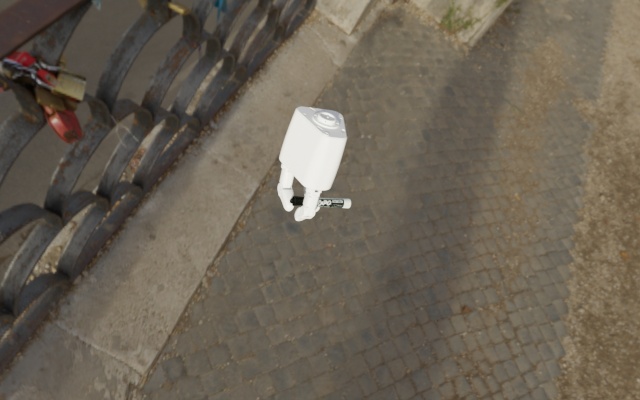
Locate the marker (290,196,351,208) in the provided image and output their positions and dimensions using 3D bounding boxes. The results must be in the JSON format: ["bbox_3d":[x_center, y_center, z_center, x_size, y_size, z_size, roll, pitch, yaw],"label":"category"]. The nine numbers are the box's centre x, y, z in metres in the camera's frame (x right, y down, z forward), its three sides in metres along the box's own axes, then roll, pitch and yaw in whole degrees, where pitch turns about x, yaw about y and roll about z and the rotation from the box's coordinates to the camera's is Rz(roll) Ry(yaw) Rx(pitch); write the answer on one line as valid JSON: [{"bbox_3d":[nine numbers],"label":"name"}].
[{"bbox_3d":[0.000,0.003,0.888,0.121,0.020,0.020,2,-1,-26],"label":"marker"}]
